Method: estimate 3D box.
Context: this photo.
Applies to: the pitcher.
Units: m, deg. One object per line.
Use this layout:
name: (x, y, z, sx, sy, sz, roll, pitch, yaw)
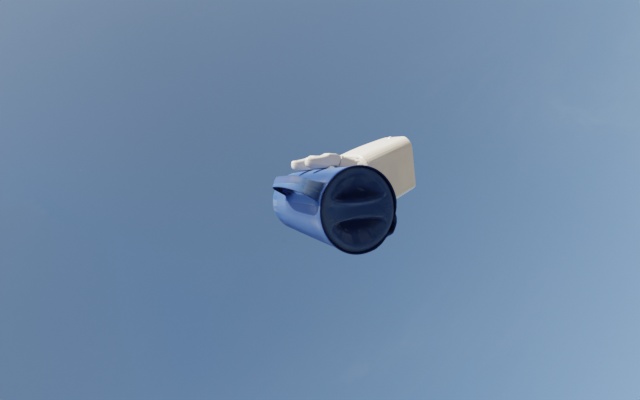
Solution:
pitcher: (0.000, 0.003, 0.802, 0.145, 0.149, 0.243, -27, 15, -22)
